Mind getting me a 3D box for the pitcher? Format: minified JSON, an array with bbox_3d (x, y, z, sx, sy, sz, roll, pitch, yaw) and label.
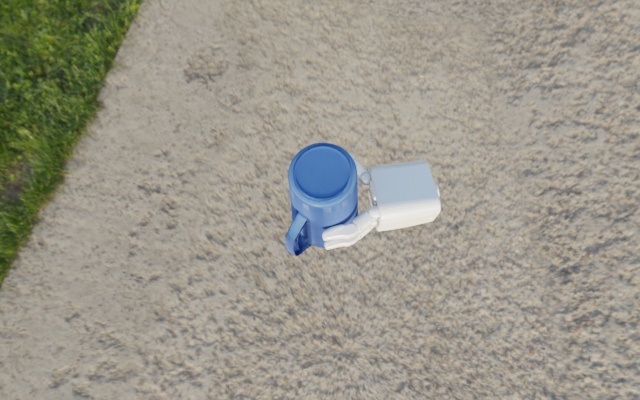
[{"bbox_3d":[0.000,0.003,0.839,0.145,0.149,0.243,-7,-18,0],"label":"pitcher"}]
